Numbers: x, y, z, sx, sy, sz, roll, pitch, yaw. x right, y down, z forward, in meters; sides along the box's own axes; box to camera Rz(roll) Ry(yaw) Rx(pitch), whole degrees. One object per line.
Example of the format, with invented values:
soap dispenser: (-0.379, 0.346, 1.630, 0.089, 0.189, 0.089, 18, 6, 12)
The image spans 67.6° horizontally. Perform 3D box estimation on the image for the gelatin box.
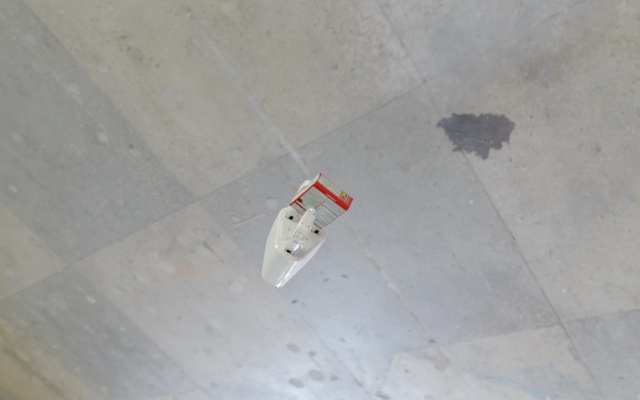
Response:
gelatin box: (0.000, 0.003, 0.809, 0.073, 0.030, 0.089, 38, -42, -12)
